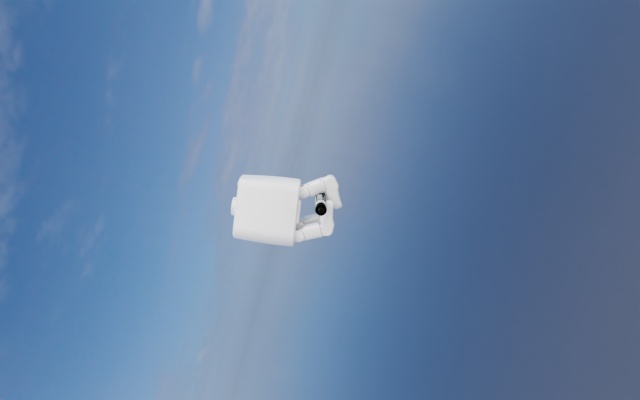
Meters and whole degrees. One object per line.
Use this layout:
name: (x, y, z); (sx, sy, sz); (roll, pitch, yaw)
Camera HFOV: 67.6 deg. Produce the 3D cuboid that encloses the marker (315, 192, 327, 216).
marker: (0.000, 0.003, 0.795); (0.020, 0.020, 0.121); (0, 13, -1)
